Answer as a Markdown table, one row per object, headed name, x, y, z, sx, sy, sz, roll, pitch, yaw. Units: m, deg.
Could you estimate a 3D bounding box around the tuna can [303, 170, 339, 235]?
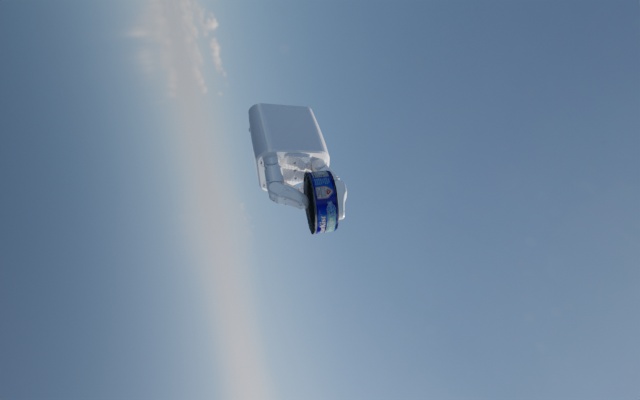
| name | x | y | z | sx | sy | sz | roll | pitch | yaw |
| --- | --- | --- | --- | --- | --- | --- | --- | --- | --- |
| tuna can | 0.001 | 0.002 | 0.652 | 0.034 | 0.086 | 0.086 | -6 | 1 | -10 |
